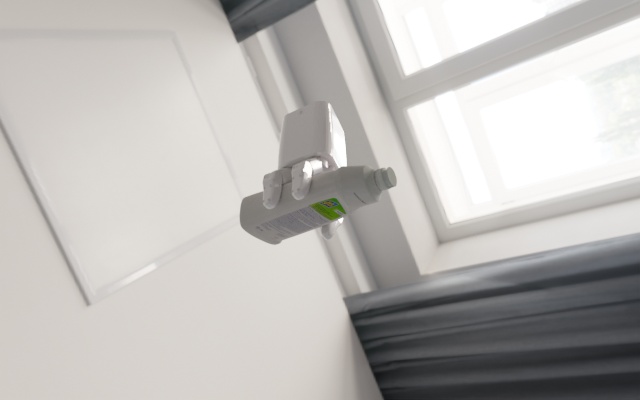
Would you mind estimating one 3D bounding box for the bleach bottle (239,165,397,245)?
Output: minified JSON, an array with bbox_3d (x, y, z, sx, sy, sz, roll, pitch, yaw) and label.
[{"bbox_3d":[0.000,0.002,0.719,0.251,0.068,0.103,-17,-31,31],"label":"bleach bottle"}]
